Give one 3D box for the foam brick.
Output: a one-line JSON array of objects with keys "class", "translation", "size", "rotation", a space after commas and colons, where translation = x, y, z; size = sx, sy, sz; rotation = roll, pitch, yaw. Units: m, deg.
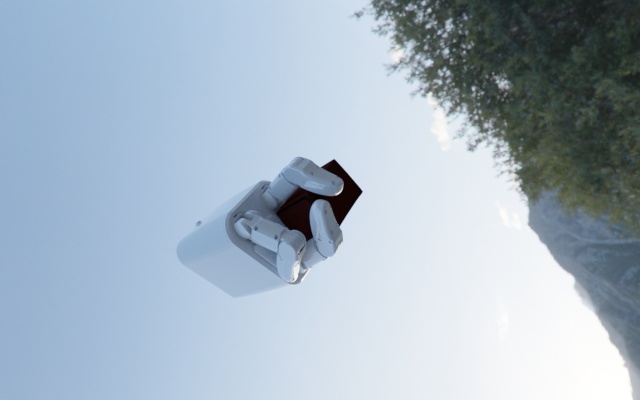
[{"class": "foam brick", "translation": [0.000, 0.002, 0.522], "size": [0.051, 0.053, 0.078], "rotation": [-30, 15, 42]}]
